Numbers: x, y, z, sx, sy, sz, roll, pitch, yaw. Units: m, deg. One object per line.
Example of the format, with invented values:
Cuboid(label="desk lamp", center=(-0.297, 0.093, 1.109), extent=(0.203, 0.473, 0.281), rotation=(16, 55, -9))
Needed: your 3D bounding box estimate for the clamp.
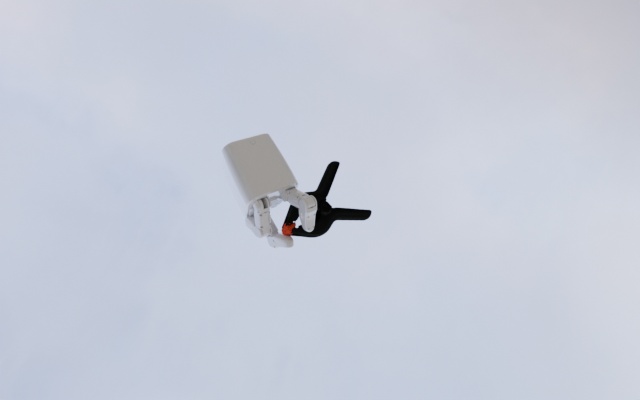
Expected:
Cuboid(label="clamp", center=(0.000, 0.003, 0.823), extent=(0.171, 0.120, 0.039), rotation=(-21, -14, -33))
